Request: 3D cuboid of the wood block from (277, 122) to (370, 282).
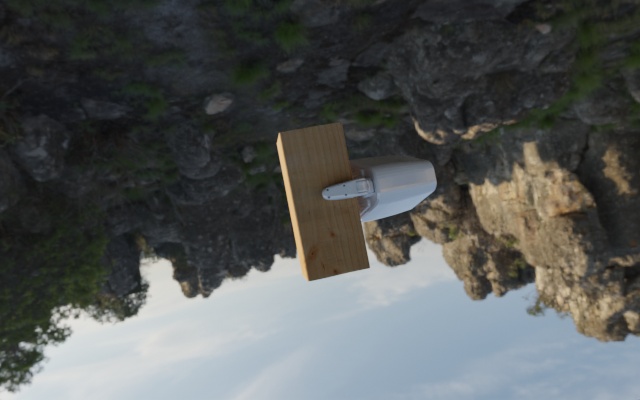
[{"bbox_3d":[0.001,0.002,0.690,0.090,0.206,0.091,-11,-2,-9],"label":"wood block"}]
